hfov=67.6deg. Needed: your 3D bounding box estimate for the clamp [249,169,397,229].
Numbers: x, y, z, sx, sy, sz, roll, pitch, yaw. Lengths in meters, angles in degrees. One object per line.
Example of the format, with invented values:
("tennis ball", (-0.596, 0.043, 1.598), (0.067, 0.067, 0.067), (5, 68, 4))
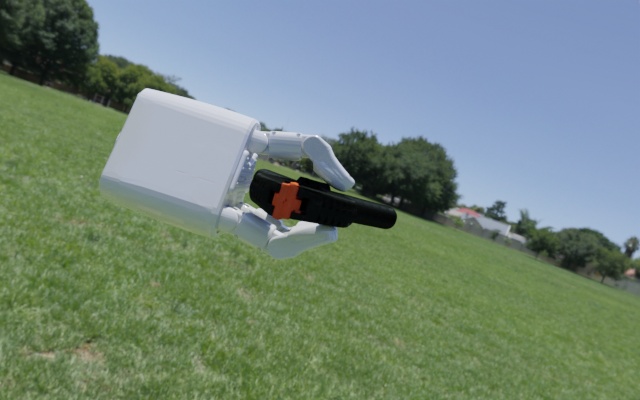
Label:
("clamp", (0.000, 0.001, 0.442), (0.164, 0.036, 0.210), (16, 3, 1))
